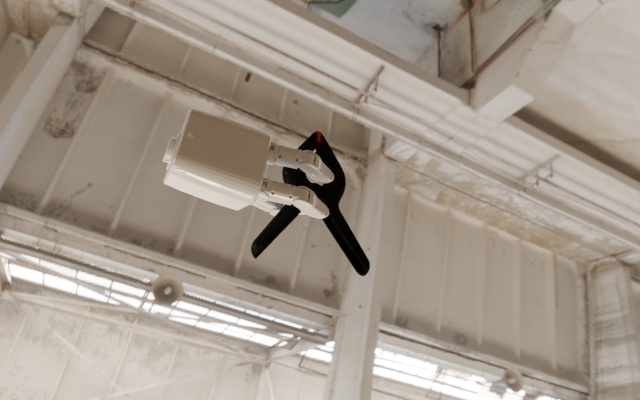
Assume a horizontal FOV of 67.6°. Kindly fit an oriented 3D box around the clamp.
[{"bbox_3d":[0.000,0.002,0.658,0.164,0.209,0.036,19,-31,-20],"label":"clamp"}]
